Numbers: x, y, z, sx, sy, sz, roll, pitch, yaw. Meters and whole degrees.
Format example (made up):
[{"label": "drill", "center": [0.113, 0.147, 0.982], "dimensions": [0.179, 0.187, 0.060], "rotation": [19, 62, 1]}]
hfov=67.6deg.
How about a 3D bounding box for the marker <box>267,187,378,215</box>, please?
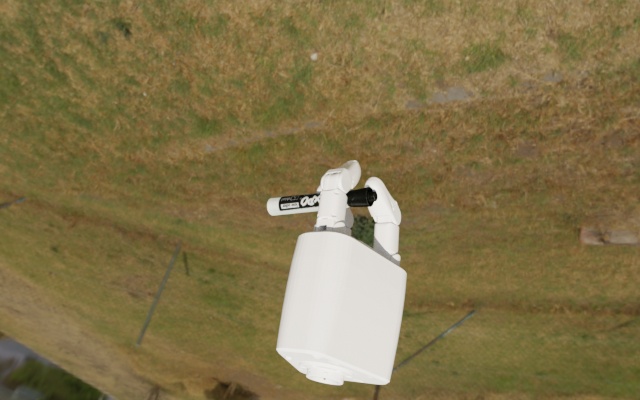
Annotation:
[{"label": "marker", "center": [0.000, 0.001, 0.475], "dimensions": [0.121, 0.020, 0.020], "rotation": [-6, -3, 31]}]
